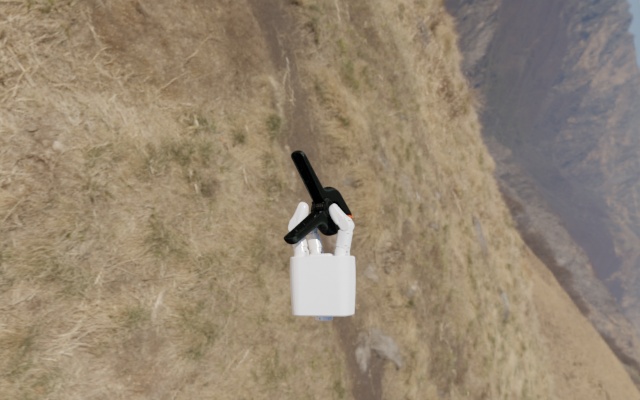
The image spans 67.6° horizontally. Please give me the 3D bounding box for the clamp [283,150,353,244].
[{"bbox_3d":[0.001,0.003,0.890,0.036,0.164,0.210,-3,-8,31],"label":"clamp"}]
